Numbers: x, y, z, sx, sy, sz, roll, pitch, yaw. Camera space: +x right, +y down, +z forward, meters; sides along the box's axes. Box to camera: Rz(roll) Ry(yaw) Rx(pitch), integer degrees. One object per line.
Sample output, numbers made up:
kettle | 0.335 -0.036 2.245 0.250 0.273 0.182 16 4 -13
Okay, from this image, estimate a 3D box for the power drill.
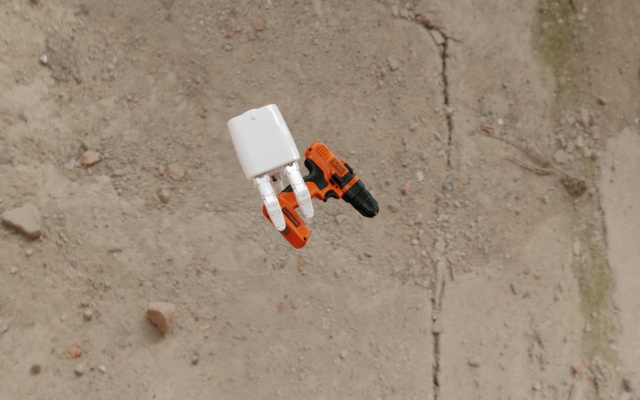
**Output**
power drill | 0.000 0.003 0.889 0.187 0.184 0.057 -43 -3 -30
